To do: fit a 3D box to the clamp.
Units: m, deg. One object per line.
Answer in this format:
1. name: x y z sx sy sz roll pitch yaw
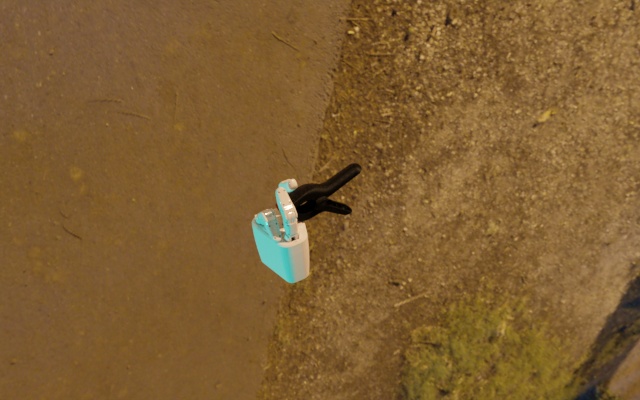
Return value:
1. clamp: 0.000 0.003 0.887 0.171 0.120 0.039 -21 43 -19
